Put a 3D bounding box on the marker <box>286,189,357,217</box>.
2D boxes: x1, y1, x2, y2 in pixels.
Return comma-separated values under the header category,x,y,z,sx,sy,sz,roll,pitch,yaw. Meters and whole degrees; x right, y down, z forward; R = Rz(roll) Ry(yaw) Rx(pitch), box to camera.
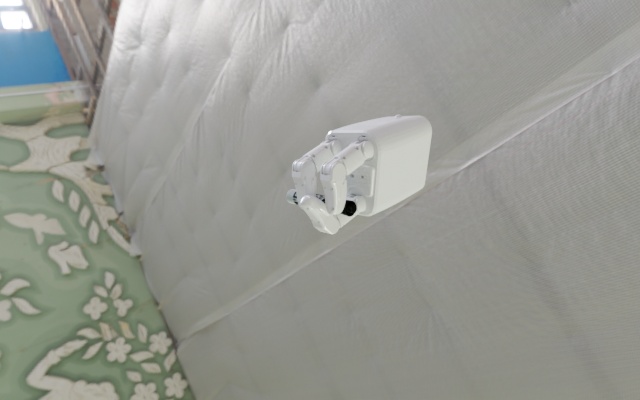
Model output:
category,x,y,z,sx,sy,sz,roll,pitch,yaw
marker,0.000,0.002,0.587,0.020,0.020,0.121,0,7,-40
